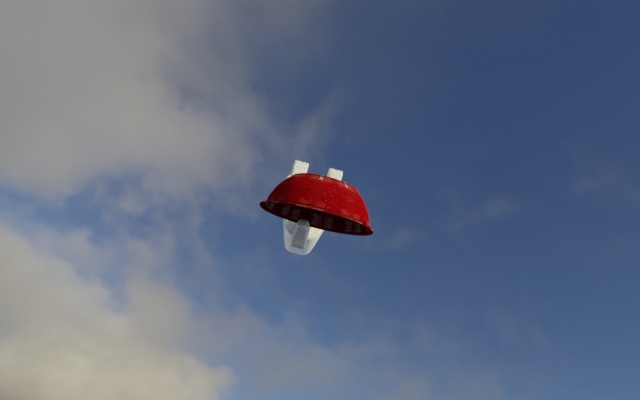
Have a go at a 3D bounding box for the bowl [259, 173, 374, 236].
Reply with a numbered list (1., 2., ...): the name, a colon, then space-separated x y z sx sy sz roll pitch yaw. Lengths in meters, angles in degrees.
1. bowl: 0.001 0.002 0.662 0.162 0.055 0.162 14 -11 3
